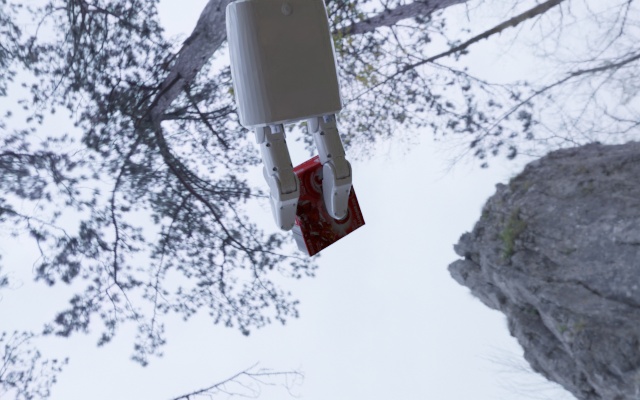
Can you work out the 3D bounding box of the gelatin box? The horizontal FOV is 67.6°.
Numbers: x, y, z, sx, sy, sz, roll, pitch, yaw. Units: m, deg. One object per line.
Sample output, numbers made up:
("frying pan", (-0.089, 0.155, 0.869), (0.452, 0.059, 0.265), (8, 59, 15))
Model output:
("gelatin box", (0.000, 0.002, 0.488), (0.073, 0.089, 0.030), (-29, 25, -22))
